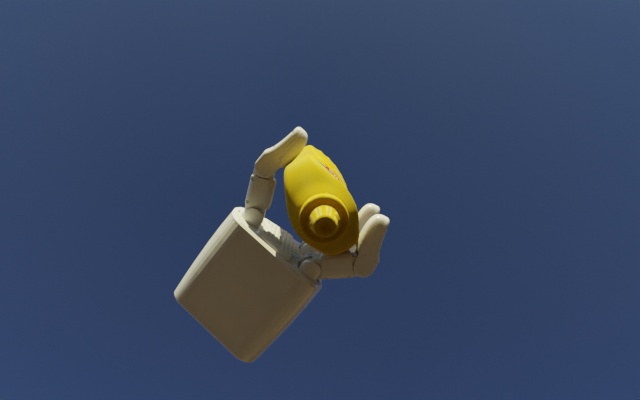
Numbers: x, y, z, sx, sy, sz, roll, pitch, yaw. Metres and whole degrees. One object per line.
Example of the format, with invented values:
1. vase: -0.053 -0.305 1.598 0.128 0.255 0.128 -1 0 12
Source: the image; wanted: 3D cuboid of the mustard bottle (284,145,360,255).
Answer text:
1. mustard bottle: 0.000 0.001 0.461 0.058 0.096 0.191 -27 11 4
